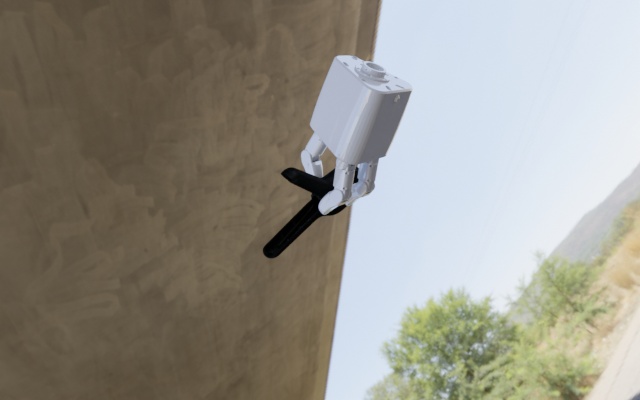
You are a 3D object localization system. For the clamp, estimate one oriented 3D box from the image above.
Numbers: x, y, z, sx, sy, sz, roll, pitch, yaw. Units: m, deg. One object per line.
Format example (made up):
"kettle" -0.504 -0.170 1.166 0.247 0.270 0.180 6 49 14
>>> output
"clamp" 0.000 0.002 0.728 0.210 0.165 0.036 -19 53 -45
